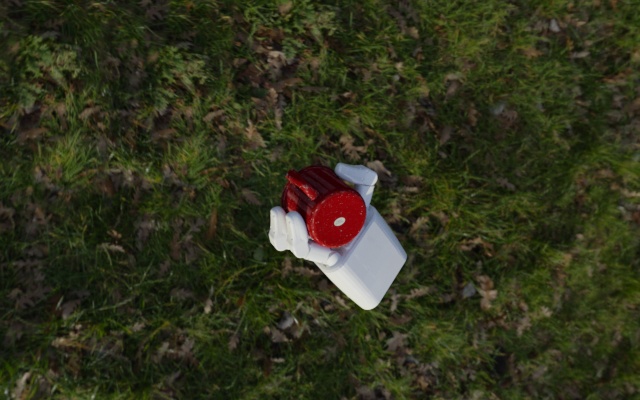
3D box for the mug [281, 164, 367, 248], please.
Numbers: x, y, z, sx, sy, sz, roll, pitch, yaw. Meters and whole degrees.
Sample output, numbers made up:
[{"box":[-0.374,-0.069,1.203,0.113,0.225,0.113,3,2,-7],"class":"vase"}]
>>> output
[{"box":[-0.001,0.001,0.613,0.117,0.093,0.081,48,-6,-35],"class":"mug"}]
